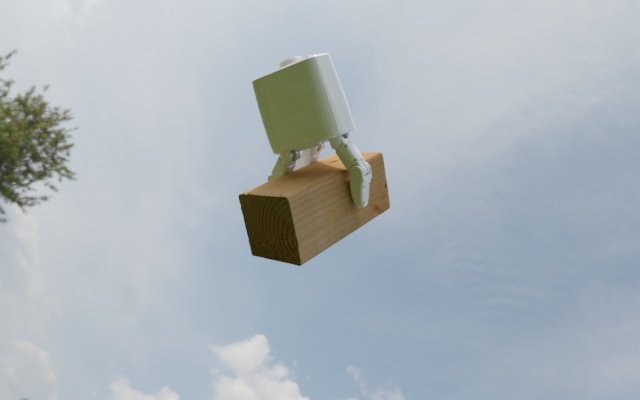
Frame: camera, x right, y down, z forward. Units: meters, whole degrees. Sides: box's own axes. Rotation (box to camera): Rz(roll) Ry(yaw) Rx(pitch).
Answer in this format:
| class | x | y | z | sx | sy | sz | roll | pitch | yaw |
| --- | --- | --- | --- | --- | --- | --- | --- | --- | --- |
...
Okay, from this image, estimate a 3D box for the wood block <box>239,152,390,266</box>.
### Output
| class | x | y | z | sx | sy | sz | roll | pitch | yaw |
| --- | --- | --- | --- | --- | --- | --- | --- | --- | --- |
| wood block | 0.000 | 0.002 | 0.660 | 0.091 | 0.090 | 0.206 | 5 | 22 | 40 |
